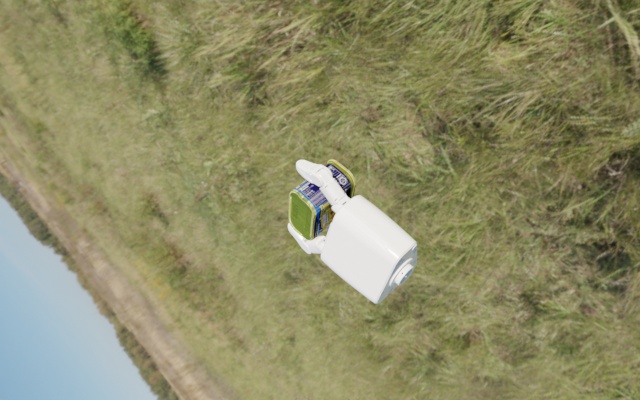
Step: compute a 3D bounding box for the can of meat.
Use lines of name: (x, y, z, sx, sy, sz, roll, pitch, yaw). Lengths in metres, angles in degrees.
can of meat: (0.000, 0.002, 0.709, 0.084, 0.057, 0.102, -38, -25, -27)
